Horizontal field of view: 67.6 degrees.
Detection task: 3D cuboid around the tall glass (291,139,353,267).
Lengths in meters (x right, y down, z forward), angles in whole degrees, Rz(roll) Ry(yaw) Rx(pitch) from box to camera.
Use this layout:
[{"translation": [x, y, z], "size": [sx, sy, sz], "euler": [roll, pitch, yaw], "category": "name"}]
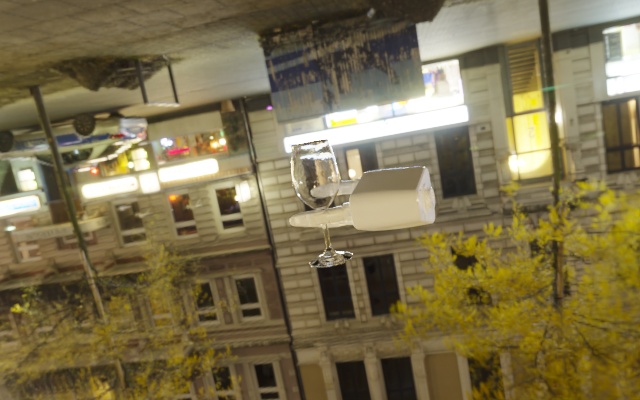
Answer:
[{"translation": [0.000, 0.003, 0.783], "size": [0.079, 0.201, 0.079], "euler": [-11, 9, 2], "category": "tall glass"}]
